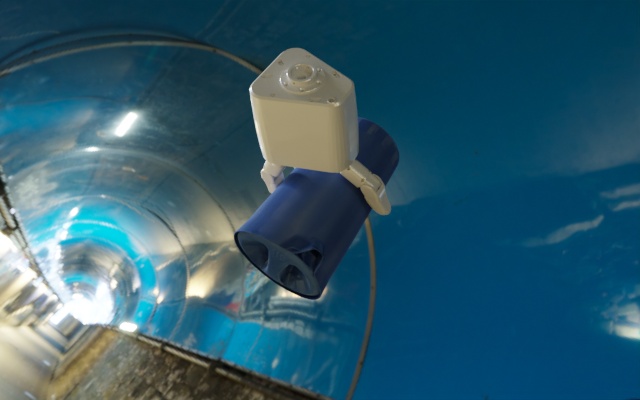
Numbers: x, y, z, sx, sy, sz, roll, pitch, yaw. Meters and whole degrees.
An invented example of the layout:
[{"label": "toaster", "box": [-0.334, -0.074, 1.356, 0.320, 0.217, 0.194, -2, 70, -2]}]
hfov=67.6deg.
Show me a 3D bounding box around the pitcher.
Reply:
[{"label": "pitcher", "box": [0.000, 0.002, 0.654, 0.149, 0.242, 0.145, 25, -29, 23]}]
